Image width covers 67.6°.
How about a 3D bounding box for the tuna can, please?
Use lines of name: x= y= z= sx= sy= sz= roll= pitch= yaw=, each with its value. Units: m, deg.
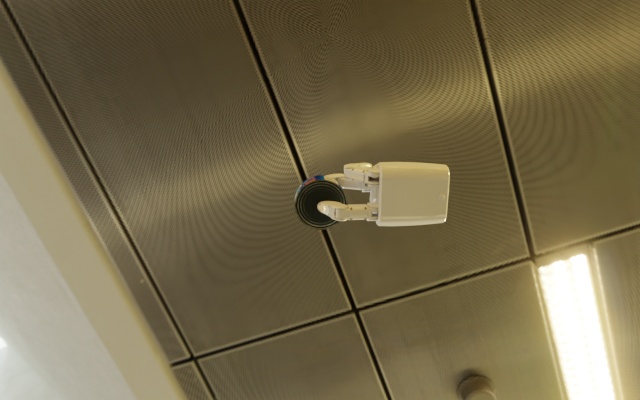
tuna can: x=0.000 y=0.002 z=0.785 sx=0.086 sy=0.086 sz=0.033 roll=0 pitch=19 yaw=-5
